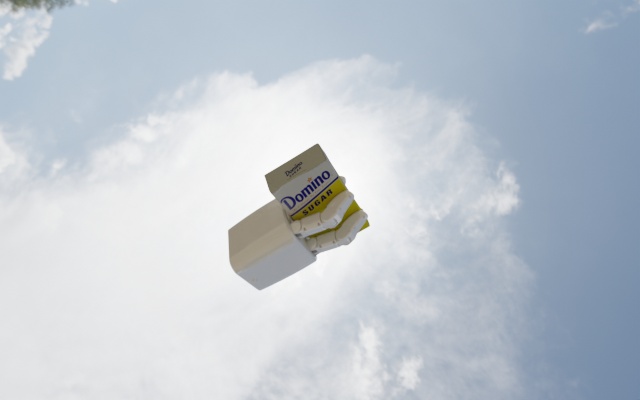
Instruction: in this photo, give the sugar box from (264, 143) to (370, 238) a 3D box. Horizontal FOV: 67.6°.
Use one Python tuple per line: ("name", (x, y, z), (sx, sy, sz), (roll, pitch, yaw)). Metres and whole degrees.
("sugar box", (0.000, 0.003, 0.717), (0.093, 0.048, 0.176), (-31, -41, 7))
